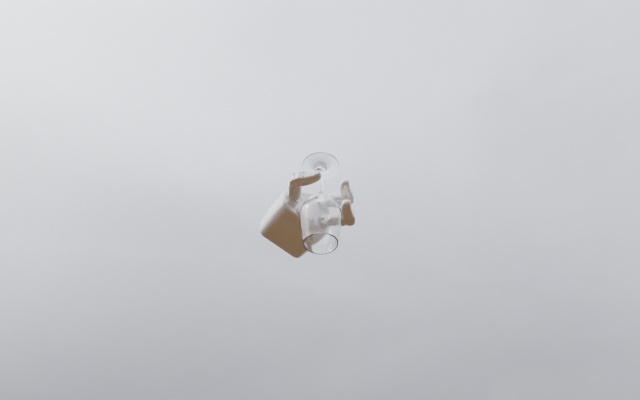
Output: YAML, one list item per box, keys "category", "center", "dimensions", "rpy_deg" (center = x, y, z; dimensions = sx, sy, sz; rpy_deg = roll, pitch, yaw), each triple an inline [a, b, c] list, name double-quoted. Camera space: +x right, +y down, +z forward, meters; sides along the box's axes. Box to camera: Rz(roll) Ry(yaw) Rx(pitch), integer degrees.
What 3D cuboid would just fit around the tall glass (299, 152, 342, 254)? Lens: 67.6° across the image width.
- category: "tall glass"
  center: [0.000, 0.002, 0.896]
  dimensions: [0.079, 0.200, 0.079]
  rpy_deg: [0, -43, 0]
